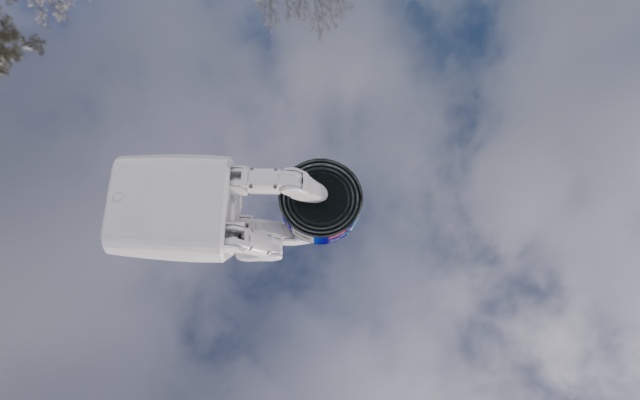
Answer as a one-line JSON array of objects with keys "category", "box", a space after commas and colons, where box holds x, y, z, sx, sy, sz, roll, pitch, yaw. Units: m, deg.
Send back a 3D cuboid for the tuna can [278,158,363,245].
[{"category": "tuna can", "box": [0.000, 0.002, 0.497, 0.086, 0.086, 0.034, 0, -21, 0]}]
